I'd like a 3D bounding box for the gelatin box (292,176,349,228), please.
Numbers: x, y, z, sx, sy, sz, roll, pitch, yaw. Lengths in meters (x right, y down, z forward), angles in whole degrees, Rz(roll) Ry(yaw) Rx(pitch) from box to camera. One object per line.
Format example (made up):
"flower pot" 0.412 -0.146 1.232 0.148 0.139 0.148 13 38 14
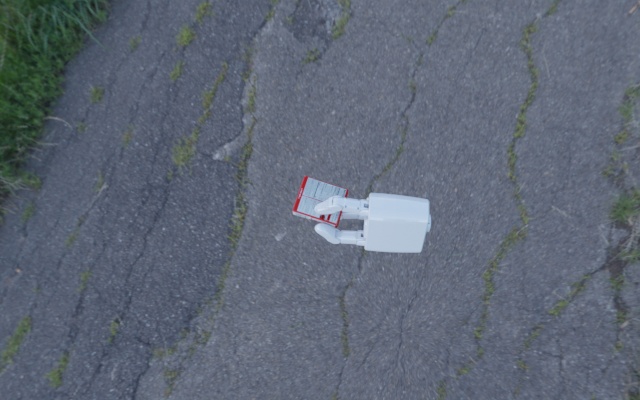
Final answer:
"gelatin box" 0.000 0.003 0.891 0.089 0.073 0.030 18 -15 1
